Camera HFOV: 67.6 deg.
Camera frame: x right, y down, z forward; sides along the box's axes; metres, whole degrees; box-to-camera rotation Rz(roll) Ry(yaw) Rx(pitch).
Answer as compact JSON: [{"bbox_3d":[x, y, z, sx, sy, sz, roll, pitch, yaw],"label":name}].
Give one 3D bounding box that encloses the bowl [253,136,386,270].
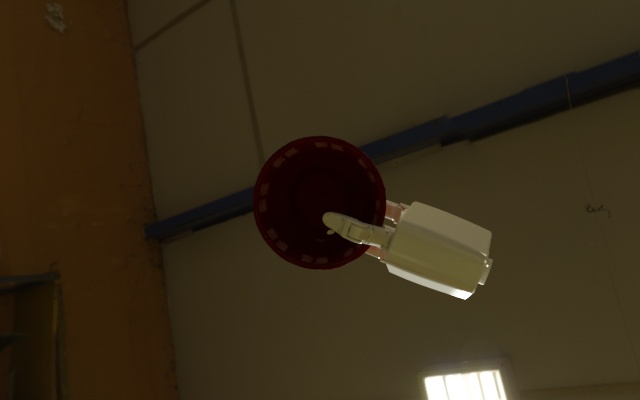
[{"bbox_3d":[-0.001,0.001,0.596,0.162,0.162,0.055,0,4,5],"label":"bowl"}]
